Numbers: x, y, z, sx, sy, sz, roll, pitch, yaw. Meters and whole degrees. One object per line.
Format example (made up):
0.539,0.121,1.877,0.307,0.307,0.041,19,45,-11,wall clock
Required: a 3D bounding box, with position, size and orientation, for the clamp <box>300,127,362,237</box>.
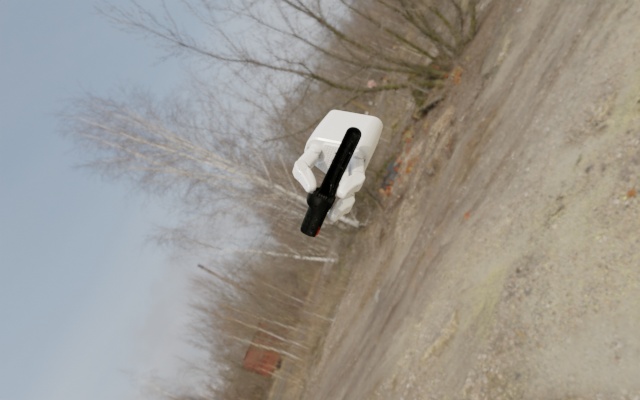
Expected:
-0.001,0.002,0.754,0.036,0.210,0.164,28,46,5,clamp
